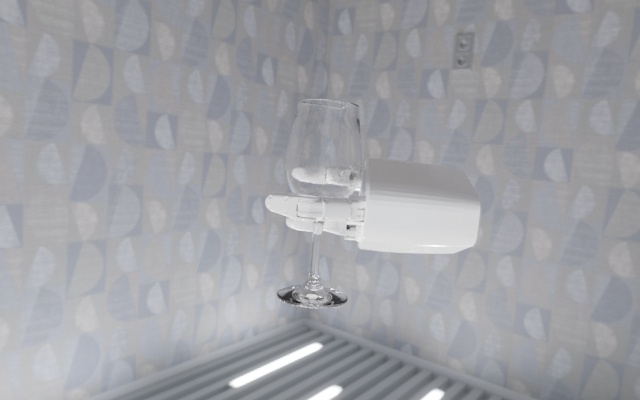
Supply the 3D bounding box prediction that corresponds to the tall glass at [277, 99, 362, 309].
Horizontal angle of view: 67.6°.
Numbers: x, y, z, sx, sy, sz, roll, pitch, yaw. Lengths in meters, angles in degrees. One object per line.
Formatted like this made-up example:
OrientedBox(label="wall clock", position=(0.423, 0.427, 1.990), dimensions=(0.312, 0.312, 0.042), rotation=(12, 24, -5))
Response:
OrientedBox(label="tall glass", position=(0.000, 0.002, 0.488), dimensions=(0.079, 0.201, 0.079), rotation=(5, 6, 0))
